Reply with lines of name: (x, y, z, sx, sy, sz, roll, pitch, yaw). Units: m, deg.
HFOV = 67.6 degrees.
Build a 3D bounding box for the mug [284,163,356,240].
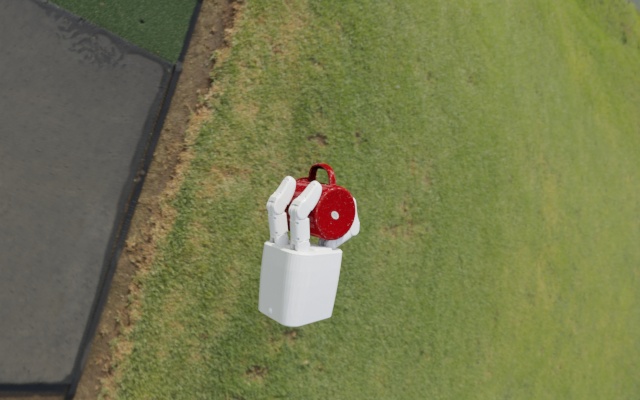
mug: (0.000, 0.001, 0.722, 0.093, 0.117, 0.081, 3, 6, -40)
